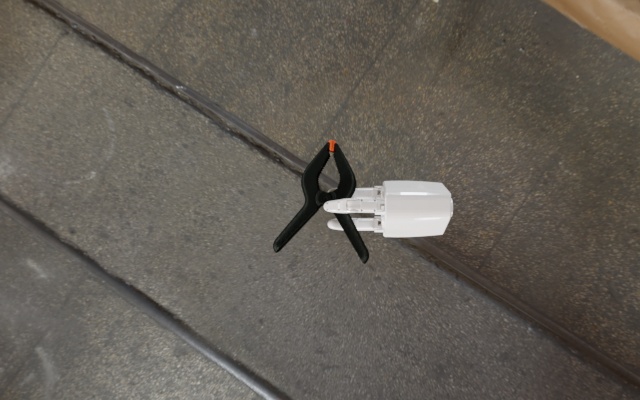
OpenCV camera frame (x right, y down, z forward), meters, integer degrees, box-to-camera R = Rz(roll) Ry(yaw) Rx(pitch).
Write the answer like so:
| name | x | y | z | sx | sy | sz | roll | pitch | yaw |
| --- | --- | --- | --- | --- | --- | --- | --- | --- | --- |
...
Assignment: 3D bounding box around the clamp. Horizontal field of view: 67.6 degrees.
| name | x | y | z | sx | sy | sz | roll | pitch | yaw |
| --- | --- | --- | --- | --- | --- | --- | --- | --- | --- |
| clamp | 0.000 | 0.002 | 0.817 | 0.164 | 0.210 | 0.036 | -1 | -4 | 6 |
